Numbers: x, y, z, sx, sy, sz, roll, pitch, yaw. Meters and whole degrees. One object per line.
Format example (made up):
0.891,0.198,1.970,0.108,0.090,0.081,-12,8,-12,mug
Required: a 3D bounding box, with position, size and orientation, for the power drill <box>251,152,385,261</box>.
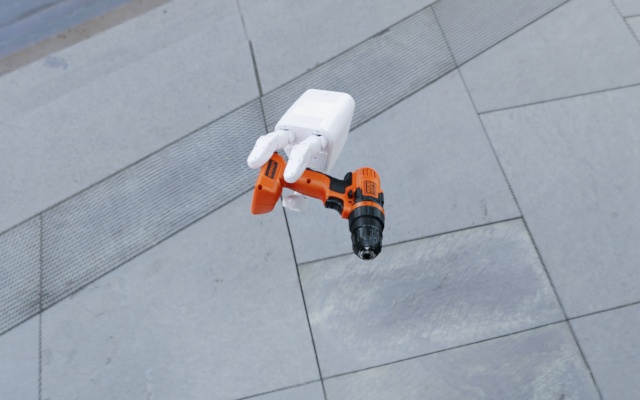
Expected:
0.000,0.002,0.681,0.187,0.057,0.184,14,35,-6,power drill
